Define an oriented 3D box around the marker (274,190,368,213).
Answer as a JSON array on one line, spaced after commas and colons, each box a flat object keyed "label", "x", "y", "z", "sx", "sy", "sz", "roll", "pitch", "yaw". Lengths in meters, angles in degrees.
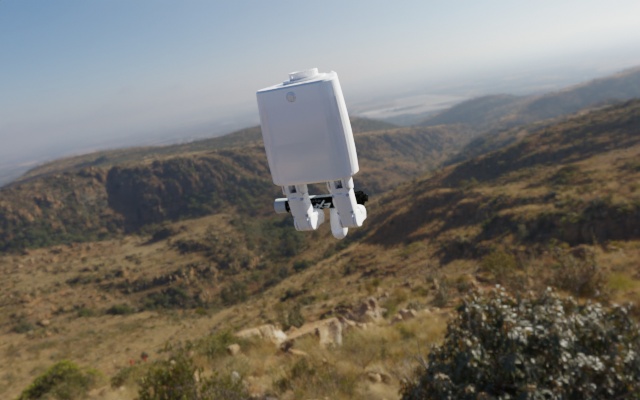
[{"label": "marker", "x": 0.000, "y": 0.002, "z": 0.597, "sx": 0.121, "sy": 0.020, "sz": 0.020, "roll": -6, "pitch": -2, "yaw": 20}]
